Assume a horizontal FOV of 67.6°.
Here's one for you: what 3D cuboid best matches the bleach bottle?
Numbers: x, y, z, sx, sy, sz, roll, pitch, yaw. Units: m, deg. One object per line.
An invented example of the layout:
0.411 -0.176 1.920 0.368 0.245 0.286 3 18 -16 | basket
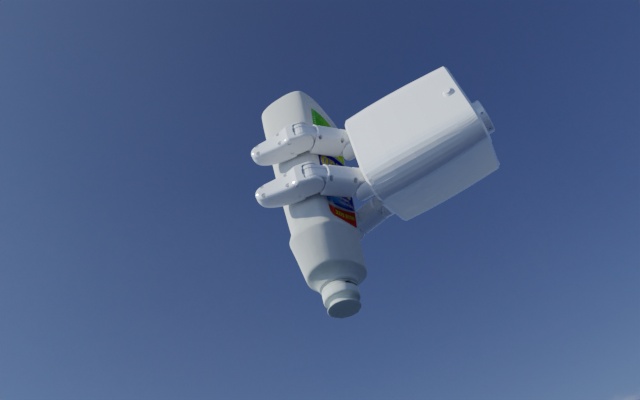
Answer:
0.000 0.001 0.471 0.068 0.250 0.103 -30 -44 16 | bleach bottle
